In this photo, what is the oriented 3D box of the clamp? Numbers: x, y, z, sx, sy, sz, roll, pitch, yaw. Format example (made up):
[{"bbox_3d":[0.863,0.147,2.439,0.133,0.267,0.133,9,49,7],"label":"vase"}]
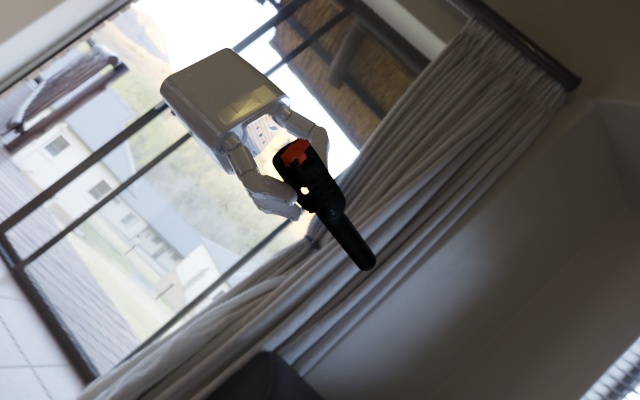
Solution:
[{"bbox_3d":[0.000,0.001,0.525,0.164,0.036,0.210,41,-12,16],"label":"clamp"}]
